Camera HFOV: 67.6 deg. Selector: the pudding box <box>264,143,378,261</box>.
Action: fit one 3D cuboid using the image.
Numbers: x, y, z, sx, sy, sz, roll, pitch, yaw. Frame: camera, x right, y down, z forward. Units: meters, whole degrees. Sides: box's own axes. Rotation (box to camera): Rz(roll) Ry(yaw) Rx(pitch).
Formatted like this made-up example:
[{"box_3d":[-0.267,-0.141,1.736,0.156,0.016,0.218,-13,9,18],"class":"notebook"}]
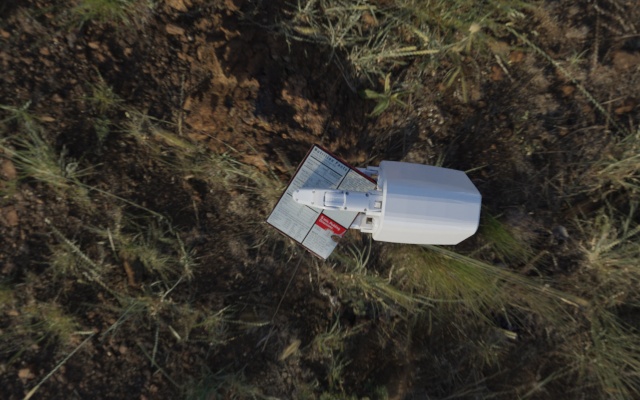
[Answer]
[{"box_3d":[0.000,0.002,0.566,0.090,0.113,0.039,33,3,-2],"class":"pudding box"}]
